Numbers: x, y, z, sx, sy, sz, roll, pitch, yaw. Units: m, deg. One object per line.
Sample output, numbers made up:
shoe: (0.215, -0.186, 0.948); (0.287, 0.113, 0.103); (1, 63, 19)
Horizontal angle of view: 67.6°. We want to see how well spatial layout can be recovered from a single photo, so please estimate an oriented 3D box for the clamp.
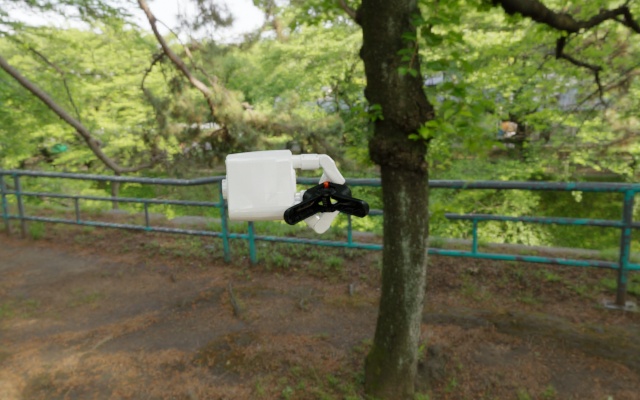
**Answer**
clamp: (0.000, 0.002, 0.733); (0.120, 0.039, 0.171); (-3, 11, -7)
